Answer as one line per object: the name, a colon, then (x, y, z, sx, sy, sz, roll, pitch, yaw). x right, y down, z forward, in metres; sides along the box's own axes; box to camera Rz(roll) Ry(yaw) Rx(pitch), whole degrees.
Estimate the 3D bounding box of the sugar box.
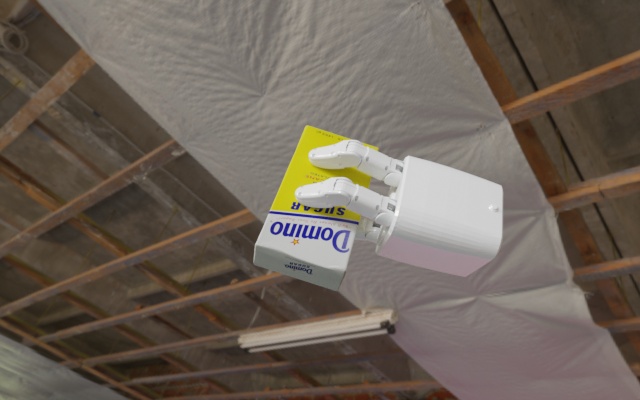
sugar box: (0.000, 0.001, 0.517, 0.093, 0.176, 0.048, 17, -40, 1)
